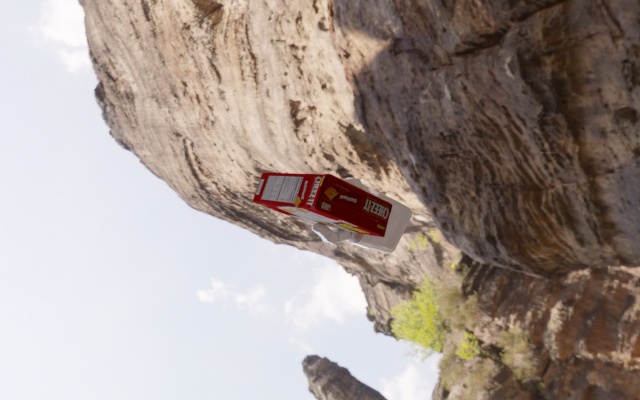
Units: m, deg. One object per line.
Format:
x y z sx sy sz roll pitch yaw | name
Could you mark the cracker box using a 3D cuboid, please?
0.000 0.003 0.888 0.164 0.072 0.213 22 -10 -35 | cracker box
